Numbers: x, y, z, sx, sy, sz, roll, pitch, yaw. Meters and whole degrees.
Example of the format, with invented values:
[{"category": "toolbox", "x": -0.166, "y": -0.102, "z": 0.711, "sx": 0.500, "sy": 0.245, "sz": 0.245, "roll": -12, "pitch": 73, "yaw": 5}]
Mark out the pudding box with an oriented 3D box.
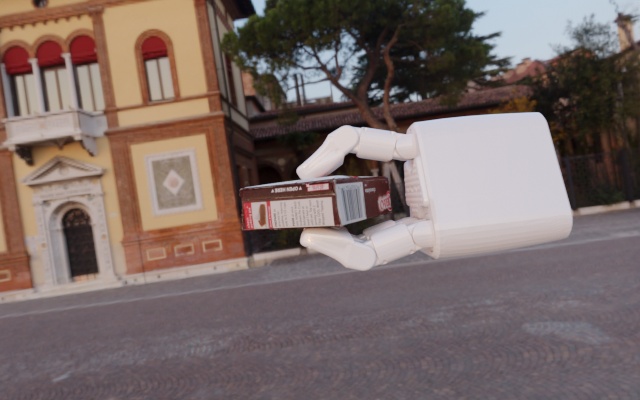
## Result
[{"category": "pudding box", "x": 0.000, "y": 0.001, "z": 0.409, "sx": 0.090, "sy": 0.039, "sz": 0.113, "roll": -5, "pitch": 0, "yaw": 28}]
